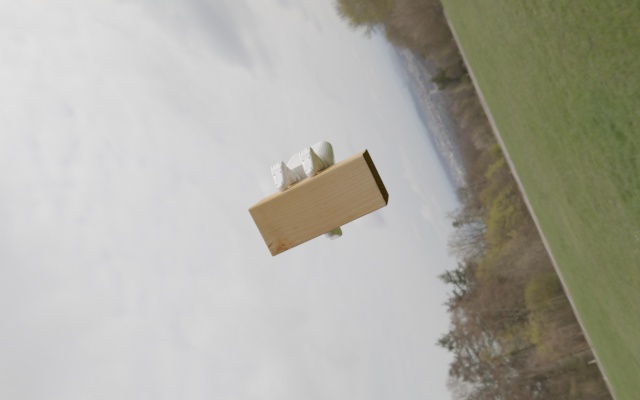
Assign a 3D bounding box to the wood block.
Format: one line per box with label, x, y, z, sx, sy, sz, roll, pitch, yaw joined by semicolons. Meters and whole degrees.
wood block;0.000;0.003;0.791;0.206;0.091;0.090;-25;6;14
